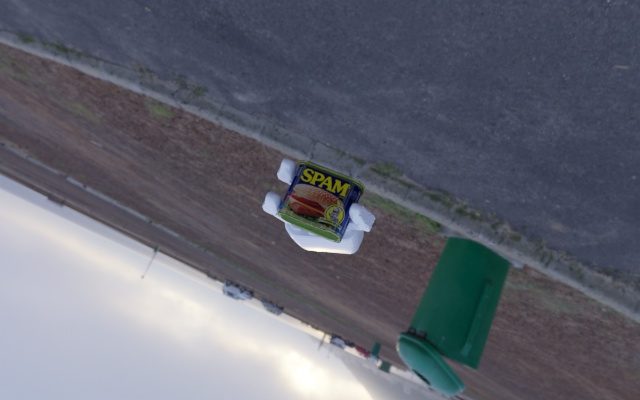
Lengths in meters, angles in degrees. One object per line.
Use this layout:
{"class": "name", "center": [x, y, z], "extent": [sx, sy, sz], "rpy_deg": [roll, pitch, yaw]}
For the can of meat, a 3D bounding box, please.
{"class": "can of meat", "center": [0.000, 0.003, 0.672], "extent": [0.102, 0.084, 0.057], "rpy_deg": [22, -15, 11]}
